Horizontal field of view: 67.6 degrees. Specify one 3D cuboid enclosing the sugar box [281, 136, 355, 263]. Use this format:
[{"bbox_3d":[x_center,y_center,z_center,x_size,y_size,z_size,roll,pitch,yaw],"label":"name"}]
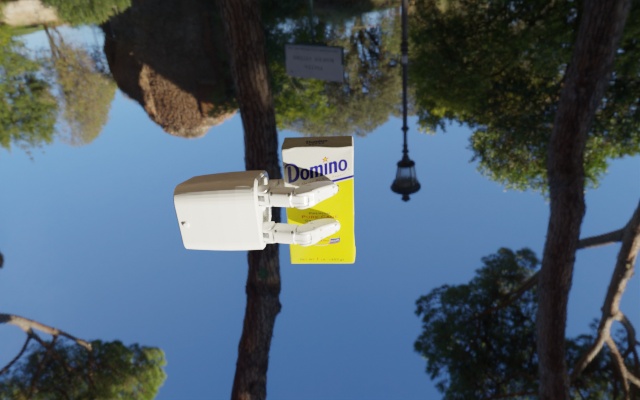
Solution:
[{"bbox_3d":[0.000,0.002,0.648,0.093,0.176,0.048,-2,29,4],"label":"sugar box"}]
